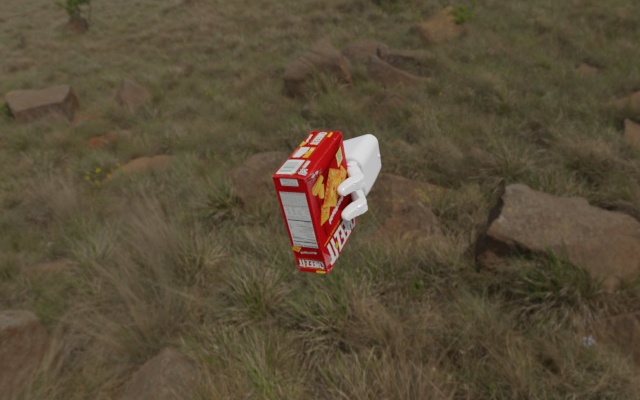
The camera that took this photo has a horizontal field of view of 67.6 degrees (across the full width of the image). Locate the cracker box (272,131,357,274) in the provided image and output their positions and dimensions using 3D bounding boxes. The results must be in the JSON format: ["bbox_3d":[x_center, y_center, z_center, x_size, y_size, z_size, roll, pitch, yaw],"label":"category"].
[{"bbox_3d":[0.000,0.003,0.884,0.072,0.214,0.164,5,37,26],"label":"cracker box"}]
